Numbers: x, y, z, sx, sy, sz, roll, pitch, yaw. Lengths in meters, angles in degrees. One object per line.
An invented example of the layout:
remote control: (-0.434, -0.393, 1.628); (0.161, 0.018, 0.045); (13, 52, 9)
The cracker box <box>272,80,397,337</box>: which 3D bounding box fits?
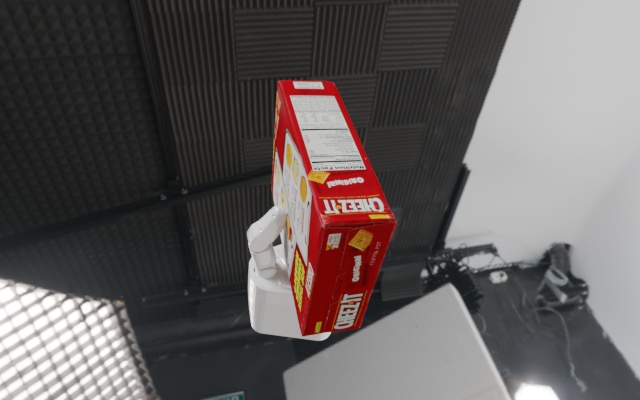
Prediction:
cracker box: (0.000, 0.002, 0.494); (0.072, 0.164, 0.213); (-4, 45, -14)
